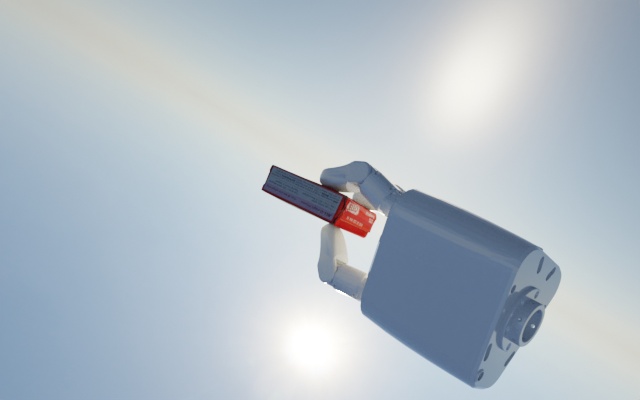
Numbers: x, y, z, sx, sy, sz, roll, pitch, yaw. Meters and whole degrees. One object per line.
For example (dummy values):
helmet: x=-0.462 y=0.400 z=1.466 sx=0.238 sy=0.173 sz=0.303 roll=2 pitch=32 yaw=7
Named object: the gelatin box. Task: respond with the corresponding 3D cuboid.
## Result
gelatin box: x=0.000 y=0.002 z=0.453 sx=0.089 sy=0.030 sz=0.073 roll=23 pitch=-3 yaw=31
